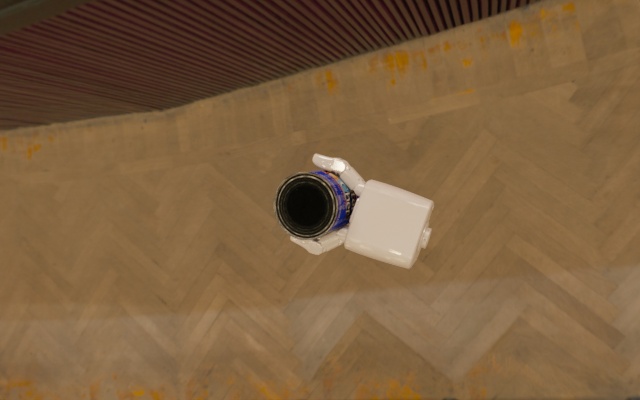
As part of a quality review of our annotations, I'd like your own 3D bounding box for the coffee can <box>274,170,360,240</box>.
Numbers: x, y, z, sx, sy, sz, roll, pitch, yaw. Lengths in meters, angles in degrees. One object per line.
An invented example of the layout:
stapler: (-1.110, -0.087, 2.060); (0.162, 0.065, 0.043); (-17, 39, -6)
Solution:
coffee can: (0.000, 0.002, 0.769); (0.103, 0.103, 0.140); (0, 5, 19)
